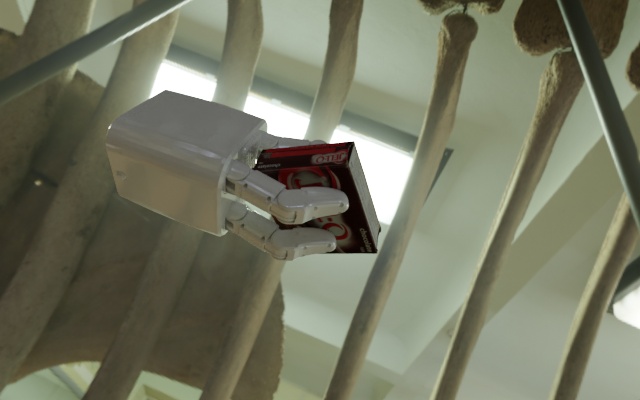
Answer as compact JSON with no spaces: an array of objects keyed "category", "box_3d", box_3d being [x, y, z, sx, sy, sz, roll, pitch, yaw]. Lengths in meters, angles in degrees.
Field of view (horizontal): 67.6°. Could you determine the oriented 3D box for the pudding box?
[{"category":"pudding box","box_3d":[0.000,0.001,0.438,0.090,0.039,0.114,-2,-44,23]}]
